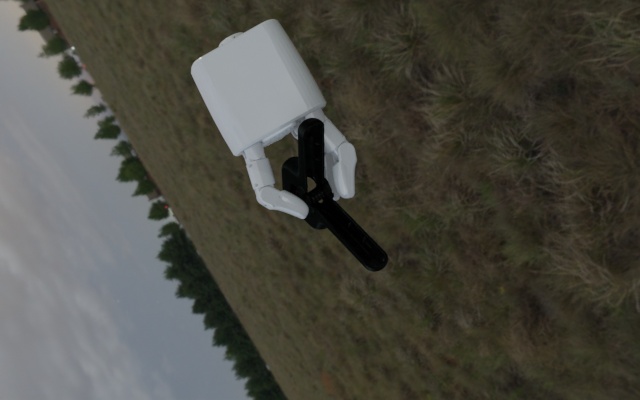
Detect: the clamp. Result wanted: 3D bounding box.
[{"bbox_3d":[-0.001,0.002,0.543,0.036,0.164,0.210,-29,4,-16],"label":"clamp"}]
